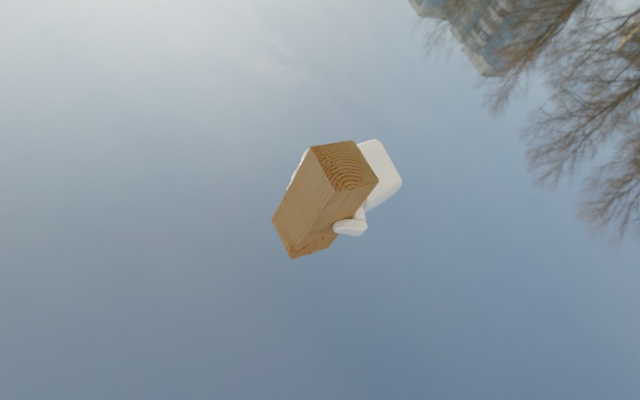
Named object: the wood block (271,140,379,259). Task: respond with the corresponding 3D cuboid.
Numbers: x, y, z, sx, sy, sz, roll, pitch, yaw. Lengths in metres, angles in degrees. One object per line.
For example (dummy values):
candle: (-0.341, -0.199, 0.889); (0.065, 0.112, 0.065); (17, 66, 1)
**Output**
wood block: (0.001, 0.003, 0.811); (0.090, 0.090, 0.206); (-13, -28, -33)
